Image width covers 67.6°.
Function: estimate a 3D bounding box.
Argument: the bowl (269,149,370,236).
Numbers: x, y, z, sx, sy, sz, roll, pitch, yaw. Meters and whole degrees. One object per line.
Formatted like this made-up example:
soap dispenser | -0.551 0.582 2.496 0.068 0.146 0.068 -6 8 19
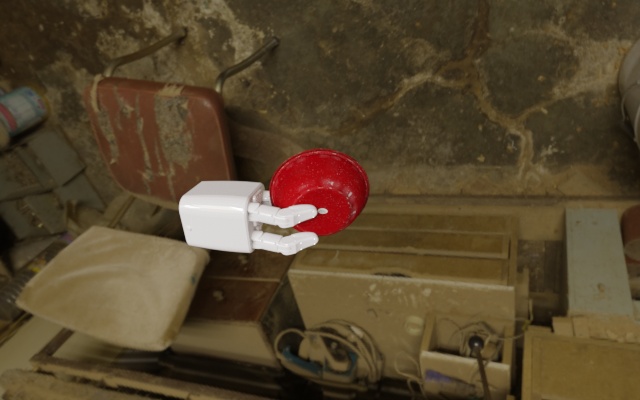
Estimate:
bowl | 0.001 0.002 0.744 0.162 0.162 0.055 0 36 -4
